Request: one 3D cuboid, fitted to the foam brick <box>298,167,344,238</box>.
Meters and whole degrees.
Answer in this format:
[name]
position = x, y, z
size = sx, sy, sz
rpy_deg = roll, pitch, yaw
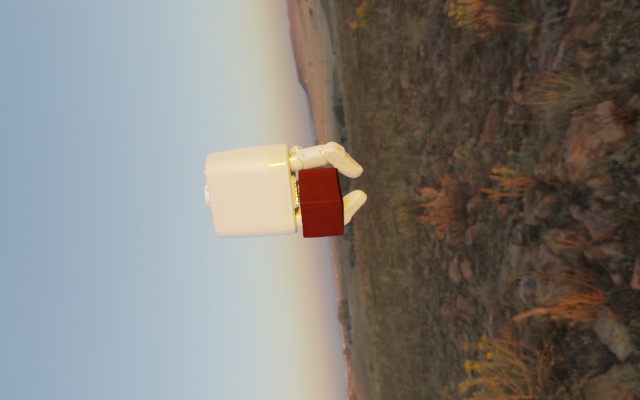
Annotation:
[foam brick]
position = 0.000, 0.002, 0.592
size = 0.051, 0.053, 0.078
rpy_deg = -4, 36, -2
